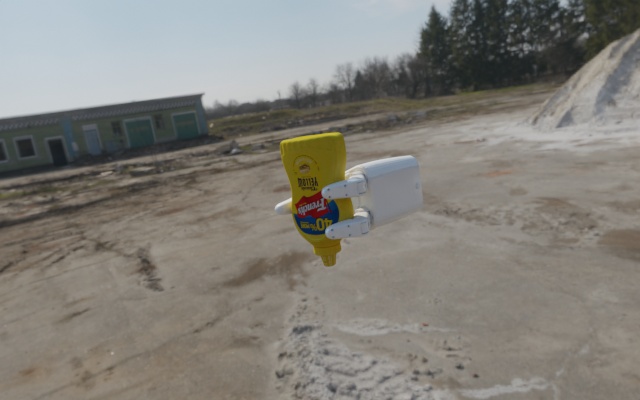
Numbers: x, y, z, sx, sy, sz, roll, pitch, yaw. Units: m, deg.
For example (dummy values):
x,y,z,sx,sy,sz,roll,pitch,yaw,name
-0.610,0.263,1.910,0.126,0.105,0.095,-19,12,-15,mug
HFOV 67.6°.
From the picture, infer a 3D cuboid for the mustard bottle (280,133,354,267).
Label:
x,y,z,sx,sy,sz,roll,pitch,yaw,name
0.000,0.002,0.690,0.096,0.192,0.058,-2,12,33,mustard bottle
